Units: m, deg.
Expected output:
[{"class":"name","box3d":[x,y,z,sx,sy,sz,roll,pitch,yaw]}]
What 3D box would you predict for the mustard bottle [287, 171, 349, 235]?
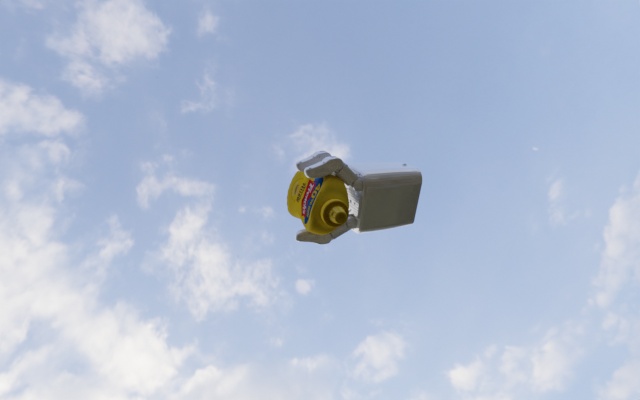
[{"class":"mustard bottle","box3d":[0.000,0.002,0.761,0.058,0.096,0.191,20,7,-22]}]
